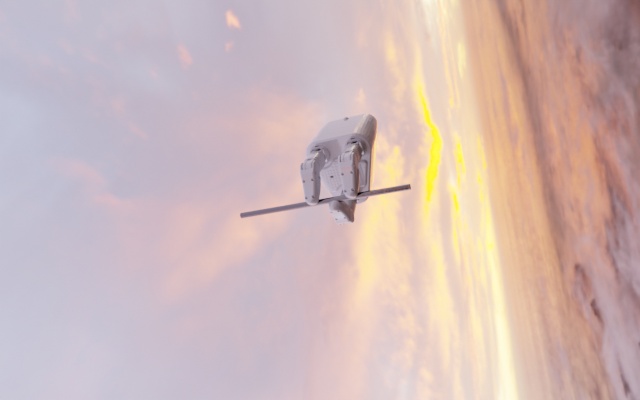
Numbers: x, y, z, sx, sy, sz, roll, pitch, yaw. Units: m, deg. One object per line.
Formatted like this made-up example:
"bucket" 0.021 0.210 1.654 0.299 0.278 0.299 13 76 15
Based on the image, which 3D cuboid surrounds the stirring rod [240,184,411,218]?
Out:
"stirring rod" 0.000 0.002 0.635 0.239 0.011 0.011 -10 -3 19
